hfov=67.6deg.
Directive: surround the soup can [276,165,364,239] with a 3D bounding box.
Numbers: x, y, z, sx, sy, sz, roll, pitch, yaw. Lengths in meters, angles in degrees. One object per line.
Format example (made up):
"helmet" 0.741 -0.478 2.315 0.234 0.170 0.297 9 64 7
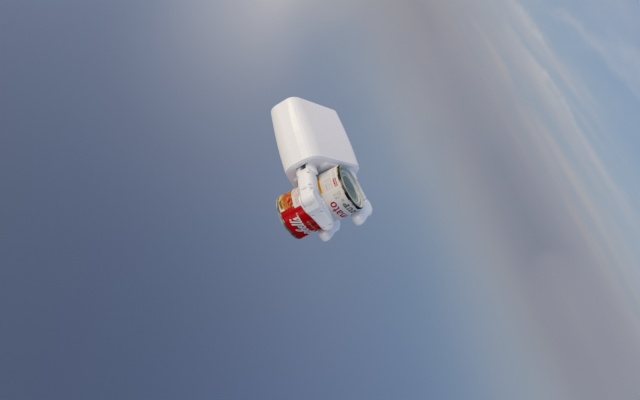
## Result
"soup can" 0.000 0.002 0.655 0.102 0.068 0.068 -27 -10 20
